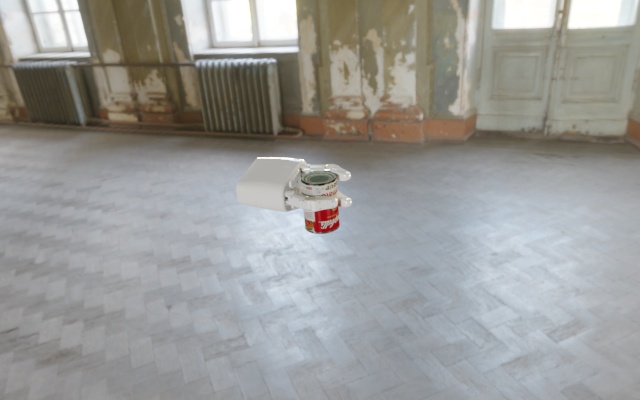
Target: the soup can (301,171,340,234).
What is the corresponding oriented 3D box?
[{"bbox_3d":[0.000,0.003,0.899,0.068,0.102,0.068,-4,24,2],"label":"soup can"}]
